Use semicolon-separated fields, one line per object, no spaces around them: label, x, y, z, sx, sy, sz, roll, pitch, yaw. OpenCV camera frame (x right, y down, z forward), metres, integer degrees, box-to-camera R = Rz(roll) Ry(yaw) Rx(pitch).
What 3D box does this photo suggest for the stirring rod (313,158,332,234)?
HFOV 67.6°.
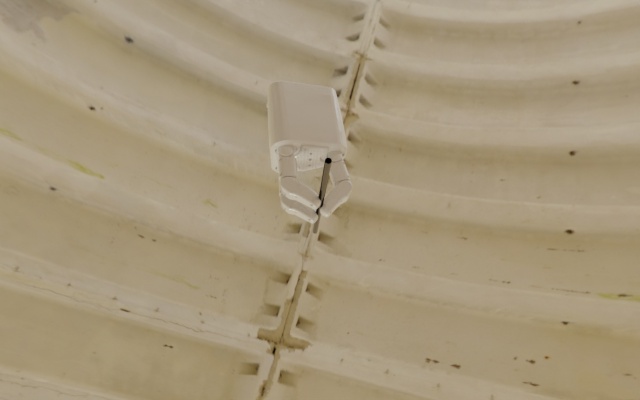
stirring rod;0.000;0.002;0.646;0.011;0.011;0.240;0;-23;-5
